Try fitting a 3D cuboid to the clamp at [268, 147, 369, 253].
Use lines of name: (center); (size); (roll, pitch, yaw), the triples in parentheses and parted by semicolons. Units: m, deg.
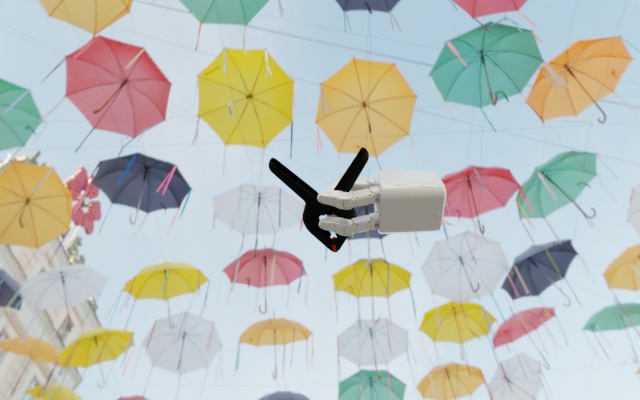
clamp: (0.000, 0.003, 0.825); (0.164, 0.210, 0.036); (1, 36, 5)
